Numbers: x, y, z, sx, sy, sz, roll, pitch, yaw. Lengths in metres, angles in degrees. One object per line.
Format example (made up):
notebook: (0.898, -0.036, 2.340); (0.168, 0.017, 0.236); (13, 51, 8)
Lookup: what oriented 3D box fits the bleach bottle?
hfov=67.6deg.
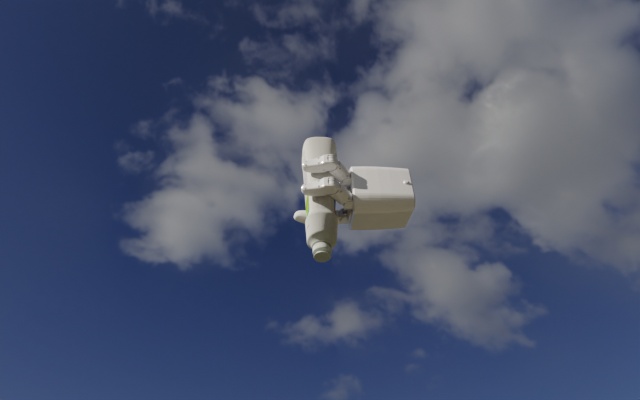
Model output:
bleach bottle: (0.000, 0.003, 0.848); (0.068, 0.250, 0.103); (0, -42, -2)
